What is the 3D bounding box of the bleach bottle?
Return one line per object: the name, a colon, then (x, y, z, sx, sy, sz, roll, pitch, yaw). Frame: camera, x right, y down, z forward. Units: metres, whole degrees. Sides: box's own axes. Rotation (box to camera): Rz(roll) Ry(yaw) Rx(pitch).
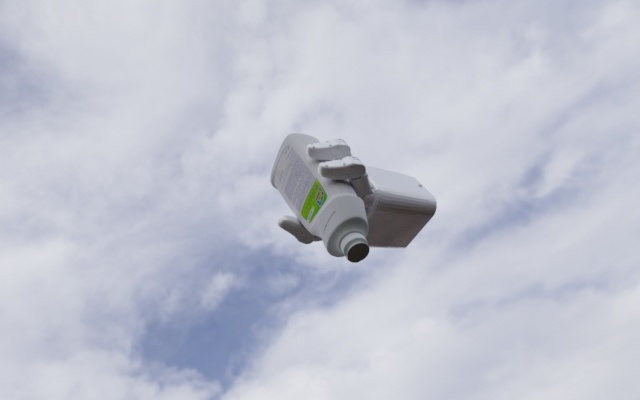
bleach bottle: (0.000, 0.002, 0.646, 0.068, 0.103, 0.250, 8, 28, -26)
